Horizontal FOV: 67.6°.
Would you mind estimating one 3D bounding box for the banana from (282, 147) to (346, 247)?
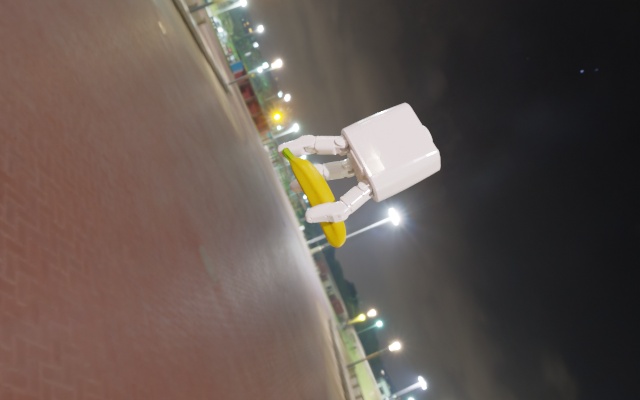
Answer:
[{"bbox_3d":[0.004,0.008,0.717,0.037,0.198,0.069,-28,31,-3],"label":"banana"}]
